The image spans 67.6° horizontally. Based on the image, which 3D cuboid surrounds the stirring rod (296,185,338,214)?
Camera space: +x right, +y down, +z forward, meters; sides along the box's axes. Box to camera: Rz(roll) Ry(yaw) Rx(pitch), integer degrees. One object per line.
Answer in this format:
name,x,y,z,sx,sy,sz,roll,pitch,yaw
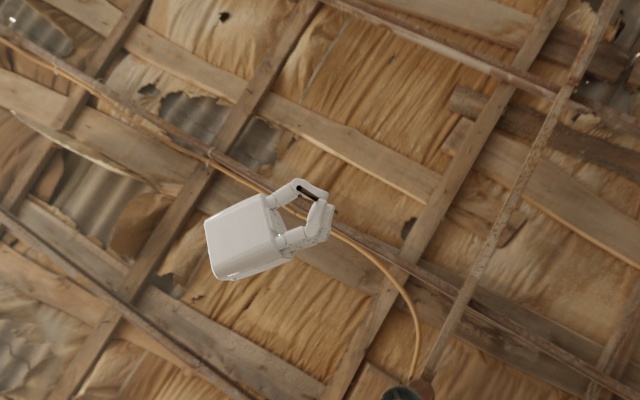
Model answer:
stirring rod,0.000,0.002,0.728,0.011,0.011,0.239,0,-9,13
